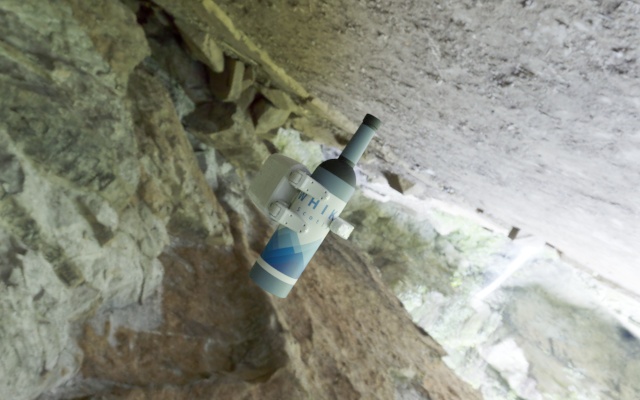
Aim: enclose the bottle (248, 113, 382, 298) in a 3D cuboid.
[{"bbox_3d":[0.000,0.003,0.706,0.069,0.296,0.069,33,1,-1],"label":"bottle"}]
